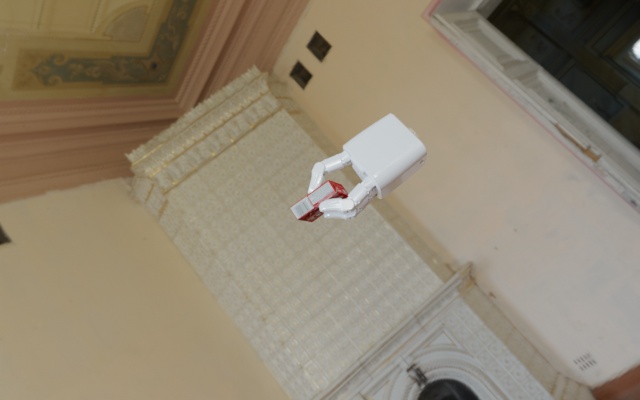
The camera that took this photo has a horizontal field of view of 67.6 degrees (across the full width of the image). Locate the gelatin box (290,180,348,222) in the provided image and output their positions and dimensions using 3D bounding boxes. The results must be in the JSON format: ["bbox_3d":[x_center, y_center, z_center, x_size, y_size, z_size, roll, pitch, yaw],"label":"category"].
[{"bbox_3d":[0.000,0.003,0.847,0.089,0.030,0.073,-35,-15,13],"label":"gelatin box"}]
